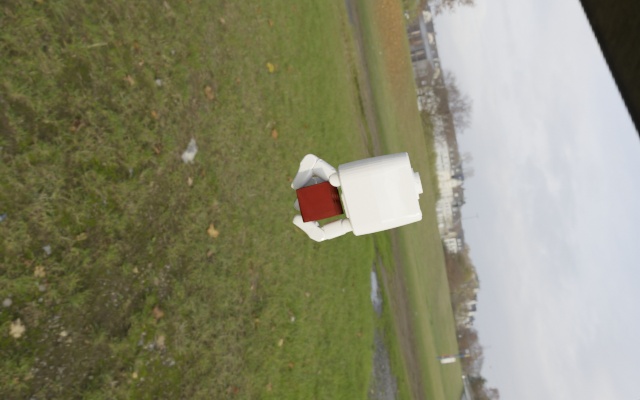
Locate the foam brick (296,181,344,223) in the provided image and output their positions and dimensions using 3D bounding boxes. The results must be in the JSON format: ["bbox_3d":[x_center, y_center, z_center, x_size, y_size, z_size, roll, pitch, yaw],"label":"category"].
[{"bbox_3d":[0.000,0.003,0.731,0.051,0.053,0.078,-14,-2,11],"label":"foam brick"}]
